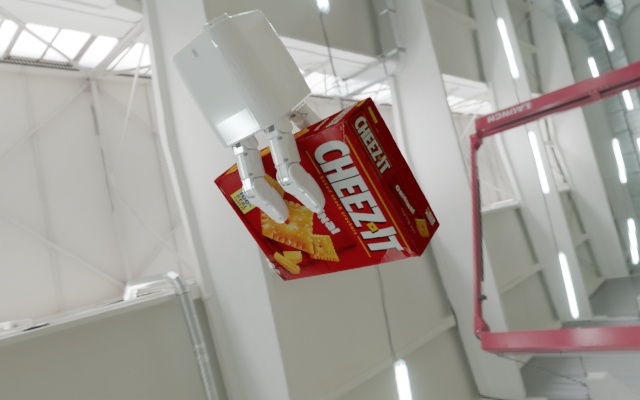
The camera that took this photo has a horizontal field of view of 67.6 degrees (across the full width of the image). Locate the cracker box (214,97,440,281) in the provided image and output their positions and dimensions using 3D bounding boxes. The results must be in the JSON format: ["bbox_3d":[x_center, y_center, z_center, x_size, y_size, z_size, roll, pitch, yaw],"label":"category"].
[{"bbox_3d":[0.000,0.002,0.551,0.214,0.164,0.072,-18,21,41],"label":"cracker box"}]
